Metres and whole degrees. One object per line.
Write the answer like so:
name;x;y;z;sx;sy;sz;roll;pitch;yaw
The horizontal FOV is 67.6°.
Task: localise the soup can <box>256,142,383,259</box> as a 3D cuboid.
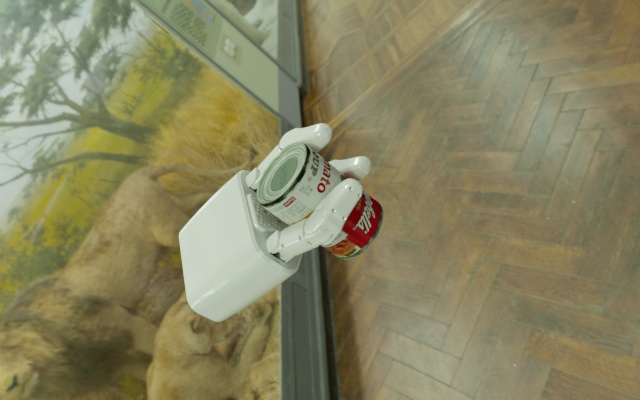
soup can;0.000;0.001;0.442;0.102;0.068;0.068;37;-21;-30
